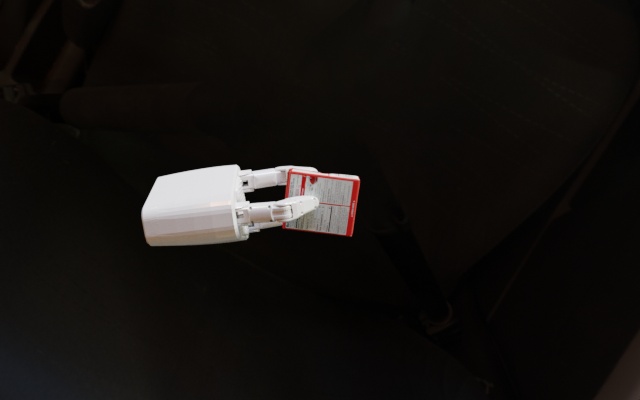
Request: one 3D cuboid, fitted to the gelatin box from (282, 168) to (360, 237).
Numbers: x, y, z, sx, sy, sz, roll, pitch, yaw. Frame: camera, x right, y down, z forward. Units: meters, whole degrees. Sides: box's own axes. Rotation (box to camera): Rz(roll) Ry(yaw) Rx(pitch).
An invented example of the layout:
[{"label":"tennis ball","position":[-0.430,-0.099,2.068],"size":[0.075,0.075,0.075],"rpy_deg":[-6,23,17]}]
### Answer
[{"label":"gelatin box","position":[0.000,0.002,0.593],"size":[0.089,0.073,0.030],"rpy_deg":[7,12,0]}]
